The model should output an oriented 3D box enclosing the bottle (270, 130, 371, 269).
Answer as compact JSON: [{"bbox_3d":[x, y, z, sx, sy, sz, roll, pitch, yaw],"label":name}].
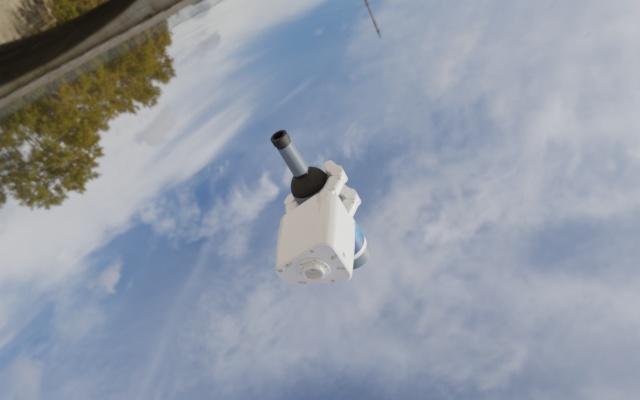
[{"bbox_3d":[0.000,0.003,0.801,0.069,0.069,0.296,0,-43,36],"label":"bottle"}]
